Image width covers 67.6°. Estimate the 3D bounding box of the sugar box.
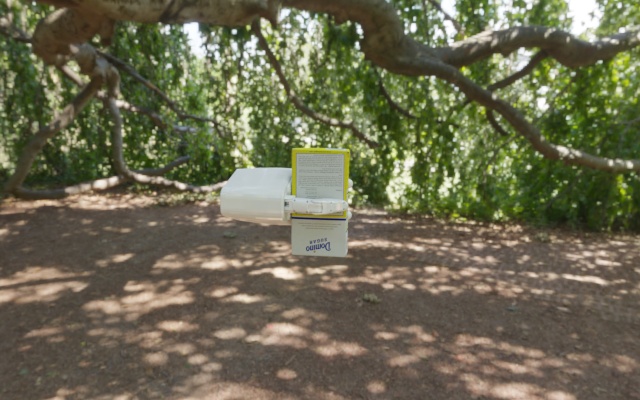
[{"bbox_3d":[0.000,0.002,0.790,0.093,0.176,0.048,3,11,7],"label":"sugar box"}]
